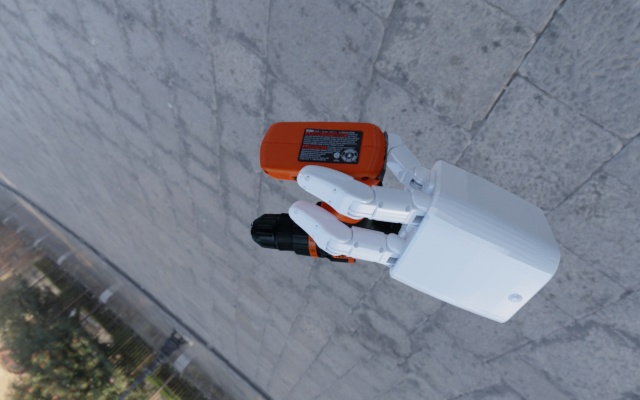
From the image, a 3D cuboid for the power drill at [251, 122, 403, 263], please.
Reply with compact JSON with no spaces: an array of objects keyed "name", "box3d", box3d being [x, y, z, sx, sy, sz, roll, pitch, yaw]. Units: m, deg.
[{"name":"power drill","box3d":[0.000,0.001,0.471,0.184,0.057,0.188,1,-30,12]}]
